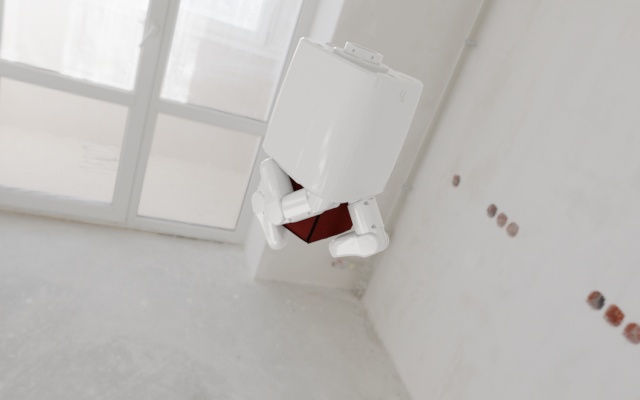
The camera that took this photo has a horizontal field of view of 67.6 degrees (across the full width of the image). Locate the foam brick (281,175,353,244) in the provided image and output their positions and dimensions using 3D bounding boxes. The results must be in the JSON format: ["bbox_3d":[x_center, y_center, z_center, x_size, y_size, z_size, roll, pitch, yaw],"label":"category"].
[{"bbox_3d":[0.000,0.002,0.467,0.053,0.051,0.078,33,25,26],"label":"foam brick"}]
